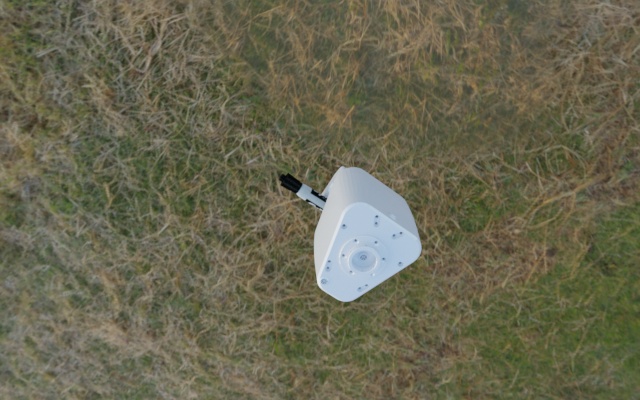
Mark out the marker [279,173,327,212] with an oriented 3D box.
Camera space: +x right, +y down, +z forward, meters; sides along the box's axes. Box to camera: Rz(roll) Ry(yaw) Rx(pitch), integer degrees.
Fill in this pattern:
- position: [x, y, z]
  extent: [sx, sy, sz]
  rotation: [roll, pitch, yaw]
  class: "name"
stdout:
- position: [0.000, 0.002, 0.607]
  extent: [0.121, 0.020, 0.020]
  rotation: [33, -8, -12]
  class: "marker"
